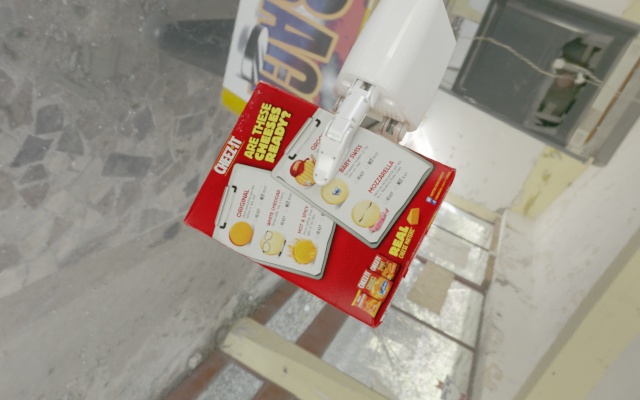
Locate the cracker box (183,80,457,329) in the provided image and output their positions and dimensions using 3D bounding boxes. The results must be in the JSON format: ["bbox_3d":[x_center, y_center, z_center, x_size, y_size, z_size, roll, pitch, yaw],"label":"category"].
[{"bbox_3d":[0.000,0.002,0.478,0.213,0.164,0.072,27,-4,14],"label":"cracker box"}]
